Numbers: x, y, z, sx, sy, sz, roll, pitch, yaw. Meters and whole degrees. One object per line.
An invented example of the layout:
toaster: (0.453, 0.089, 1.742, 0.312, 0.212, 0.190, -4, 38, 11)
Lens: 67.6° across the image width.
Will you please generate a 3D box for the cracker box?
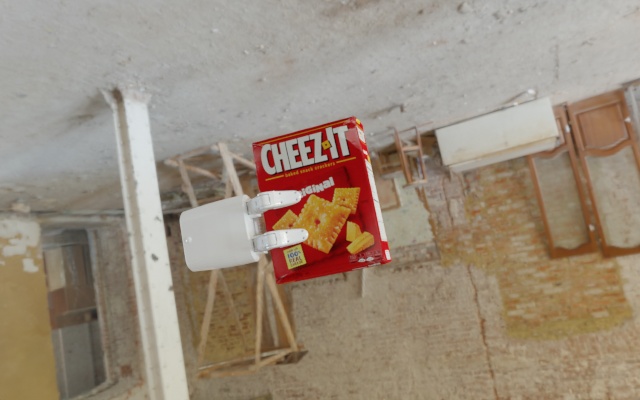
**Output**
cracker box: (0.000, 0.002, 0.701, 0.164, 0.213, 0.072, -13, -8, 13)
